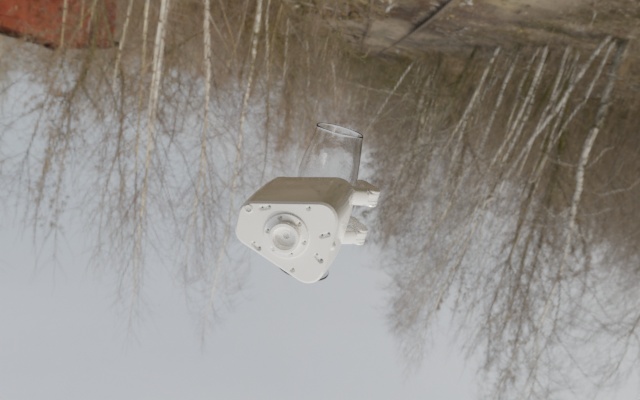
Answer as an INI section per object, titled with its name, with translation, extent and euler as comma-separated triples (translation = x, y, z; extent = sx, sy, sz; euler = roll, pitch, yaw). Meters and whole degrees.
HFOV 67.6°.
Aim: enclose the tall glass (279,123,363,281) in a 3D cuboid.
[tall glass]
translation = 0.000, 0.003, 0.635
extent = 0.079, 0.201, 0.079
euler = 14, 17, -4
